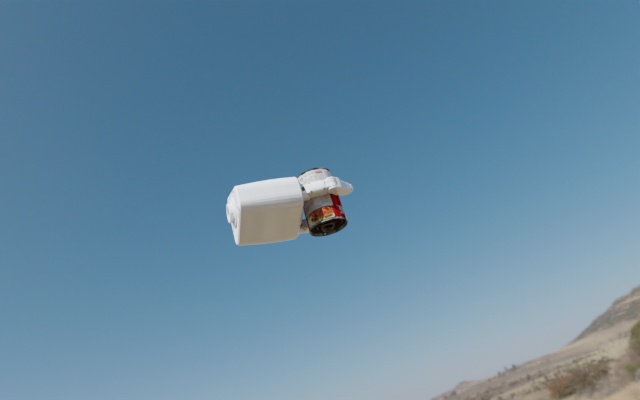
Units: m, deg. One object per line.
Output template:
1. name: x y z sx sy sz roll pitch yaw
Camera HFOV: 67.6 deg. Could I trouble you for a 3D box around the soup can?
1. soup can: 0.001 0.002 0.829 0.068 0.102 0.068 -14 -25 -7
